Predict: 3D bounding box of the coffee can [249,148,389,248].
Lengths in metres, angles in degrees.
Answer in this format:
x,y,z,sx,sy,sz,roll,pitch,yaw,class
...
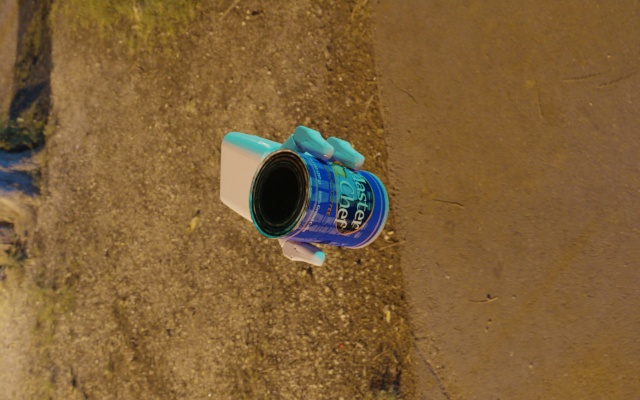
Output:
x,y,z,sx,sy,sz,roll,pitch,yaw,class
0.000,0.002,0.578,0.103,0.103,0.140,0,-8,44,coffee can
